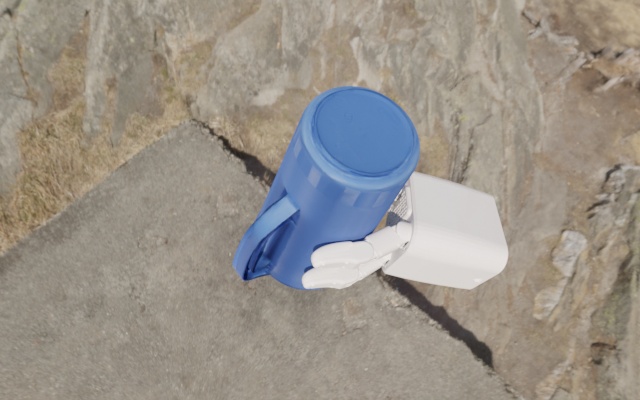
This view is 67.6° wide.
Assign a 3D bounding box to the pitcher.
[{"bbox_3d":[0.000,0.002,0.499,0.145,0.149,0.243,15,-30,-7],"label":"pitcher"}]
